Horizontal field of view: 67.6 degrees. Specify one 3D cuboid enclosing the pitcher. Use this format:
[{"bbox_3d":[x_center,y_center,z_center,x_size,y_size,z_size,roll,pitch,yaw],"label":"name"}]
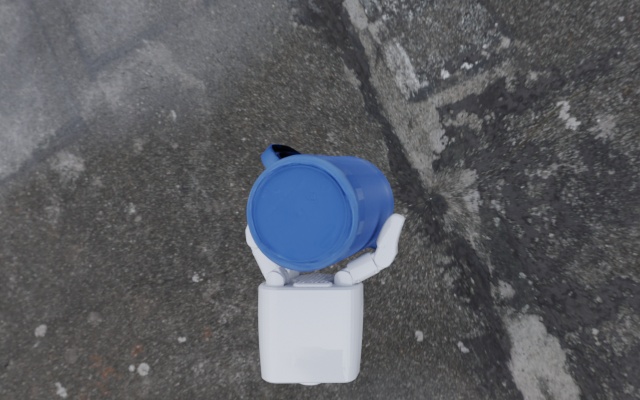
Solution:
[{"bbox_3d":[0.000,0.002,0.546,0.149,0.145,0.243,0,1,13],"label":"pitcher"}]
